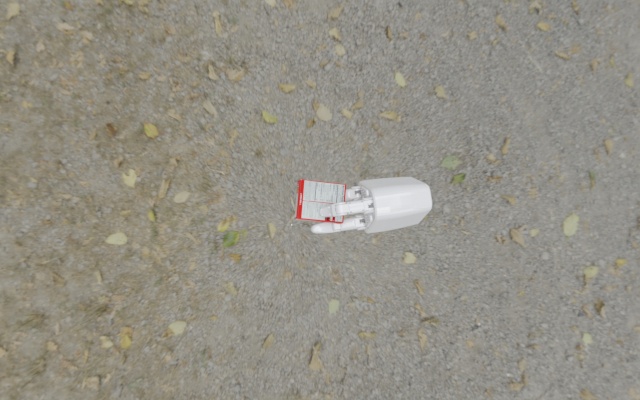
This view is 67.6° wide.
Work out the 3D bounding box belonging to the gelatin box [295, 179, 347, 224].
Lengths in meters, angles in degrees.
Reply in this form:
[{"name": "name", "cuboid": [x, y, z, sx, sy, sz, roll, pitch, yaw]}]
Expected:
[{"name": "gelatin box", "cuboid": [0.000, 0.003, 0.870, 0.089, 0.073, 0.030, 6, -6, -14]}]
